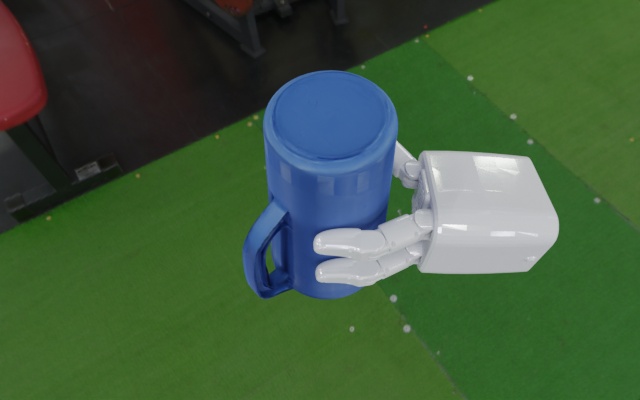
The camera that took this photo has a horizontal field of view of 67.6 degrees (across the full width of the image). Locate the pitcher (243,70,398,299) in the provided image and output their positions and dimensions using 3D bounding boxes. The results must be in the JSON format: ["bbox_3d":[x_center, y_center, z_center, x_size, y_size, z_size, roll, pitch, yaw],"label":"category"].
[{"bbox_3d":[0.000,0.002,0.470,0.145,0.149,0.243,4,-31,3],"label":"pitcher"}]
